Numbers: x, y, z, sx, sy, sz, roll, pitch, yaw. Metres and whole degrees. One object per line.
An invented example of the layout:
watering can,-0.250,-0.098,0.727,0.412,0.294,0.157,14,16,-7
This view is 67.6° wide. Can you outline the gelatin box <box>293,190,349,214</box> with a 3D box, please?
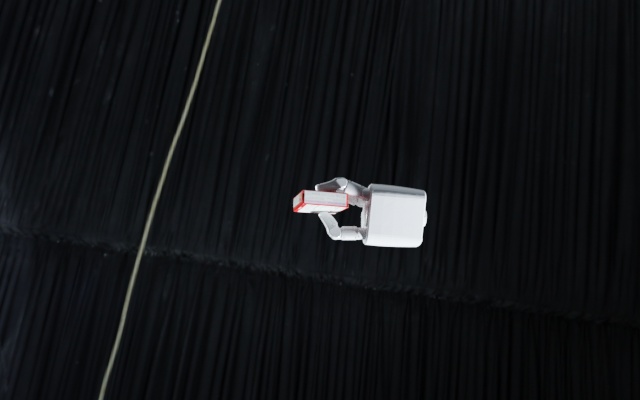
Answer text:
gelatin box,0.000,0.003,0.896,0.089,0.030,0.073,4,-12,-16
